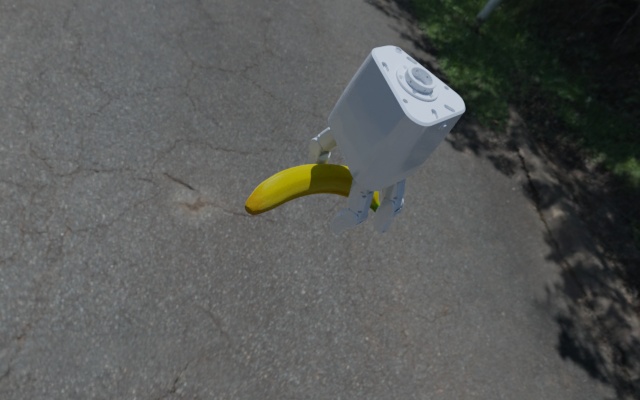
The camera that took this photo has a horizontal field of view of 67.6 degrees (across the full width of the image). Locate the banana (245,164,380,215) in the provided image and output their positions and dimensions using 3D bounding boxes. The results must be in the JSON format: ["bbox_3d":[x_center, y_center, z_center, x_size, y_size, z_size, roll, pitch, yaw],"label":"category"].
[{"bbox_3d":[-0.001,-0.014,0.587,0.198,0.069,0.037,3,-31,-28],"label":"banana"}]
